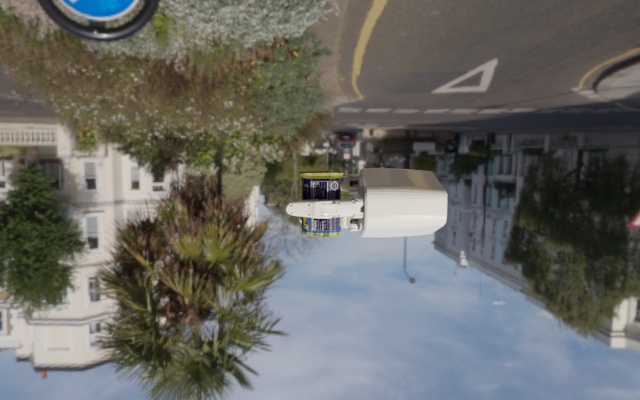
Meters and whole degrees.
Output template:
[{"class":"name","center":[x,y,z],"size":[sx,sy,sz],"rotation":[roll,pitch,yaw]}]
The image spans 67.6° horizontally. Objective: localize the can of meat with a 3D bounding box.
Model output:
[{"class":"can of meat","center":[0.000,0.002,0.662],"size":[0.057,0.084,0.102],"rotation":[-1,5,-3]}]
